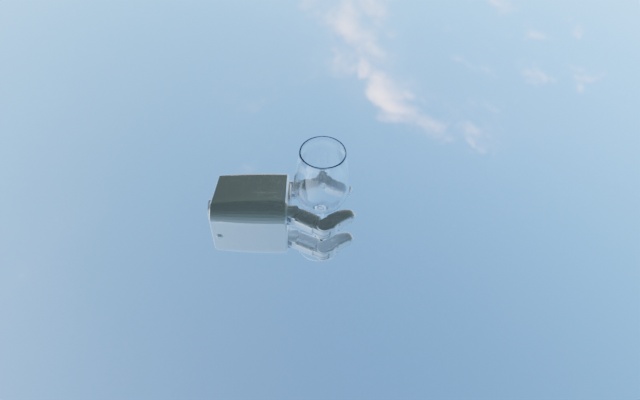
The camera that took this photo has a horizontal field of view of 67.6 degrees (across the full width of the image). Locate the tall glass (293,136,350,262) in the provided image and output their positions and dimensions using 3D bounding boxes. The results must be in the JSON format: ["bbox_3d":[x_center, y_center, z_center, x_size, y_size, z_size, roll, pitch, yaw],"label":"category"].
[{"bbox_3d":[0.000,0.003,0.689,0.079,0.079,0.201,0,-41,-3],"label":"tall glass"}]
